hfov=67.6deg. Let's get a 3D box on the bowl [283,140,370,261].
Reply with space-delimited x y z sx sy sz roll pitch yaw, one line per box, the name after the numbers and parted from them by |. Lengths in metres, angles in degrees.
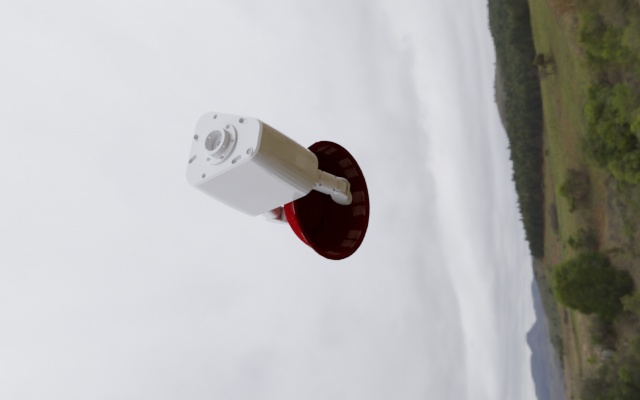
0.001 0.003 0.656 0.055 0.162 0.162 -9 -6 41 | bowl
